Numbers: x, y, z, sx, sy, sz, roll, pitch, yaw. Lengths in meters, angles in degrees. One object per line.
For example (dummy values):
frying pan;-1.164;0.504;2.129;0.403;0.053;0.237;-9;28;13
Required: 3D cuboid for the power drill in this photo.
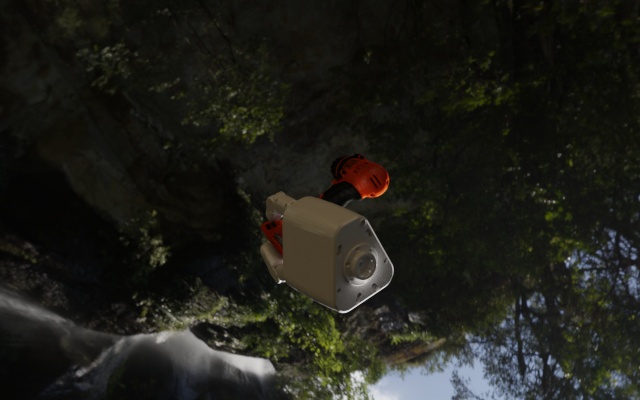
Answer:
power drill;0.000;0.003;0.707;0.187;0.057;0.184;-41;14;-4
